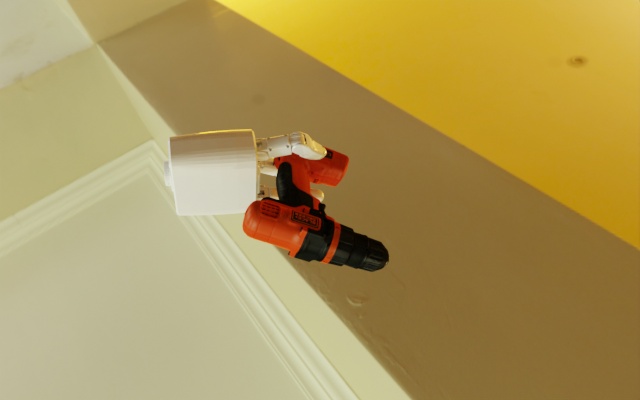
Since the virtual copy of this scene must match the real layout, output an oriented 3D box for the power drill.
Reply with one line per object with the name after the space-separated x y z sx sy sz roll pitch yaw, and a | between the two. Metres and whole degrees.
0.000 0.002 0.624 0.184 0.057 0.187 20 37 -13 | power drill
